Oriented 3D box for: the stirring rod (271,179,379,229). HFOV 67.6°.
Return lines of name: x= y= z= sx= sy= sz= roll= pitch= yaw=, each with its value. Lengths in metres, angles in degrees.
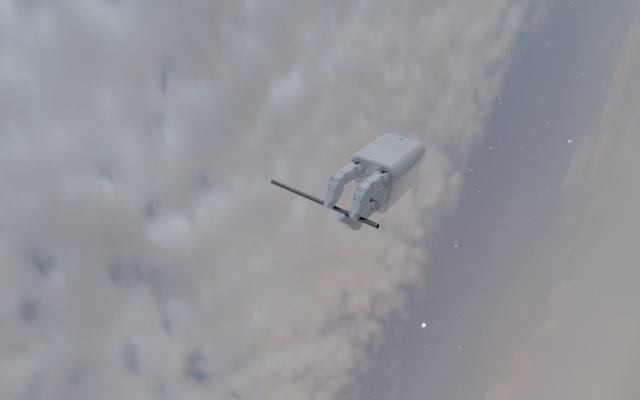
stirring rod: x=0.000 y=0.003 z=0.823 sx=0.239 sy=0.011 sz=0.011 roll=23 pitch=14 yaw=35
